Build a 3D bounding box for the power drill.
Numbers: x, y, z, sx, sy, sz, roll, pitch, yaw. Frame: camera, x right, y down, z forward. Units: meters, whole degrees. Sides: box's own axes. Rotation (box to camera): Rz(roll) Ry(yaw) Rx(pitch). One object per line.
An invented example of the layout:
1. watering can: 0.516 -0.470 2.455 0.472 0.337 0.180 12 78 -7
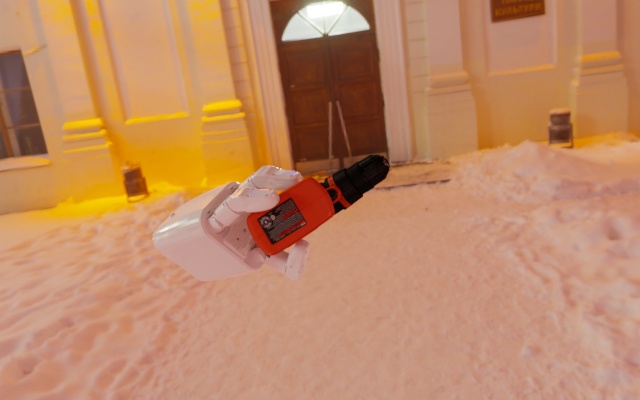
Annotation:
1. power drill: 0.000 0.002 0.611 0.184 0.057 0.187 -35 -5 16
